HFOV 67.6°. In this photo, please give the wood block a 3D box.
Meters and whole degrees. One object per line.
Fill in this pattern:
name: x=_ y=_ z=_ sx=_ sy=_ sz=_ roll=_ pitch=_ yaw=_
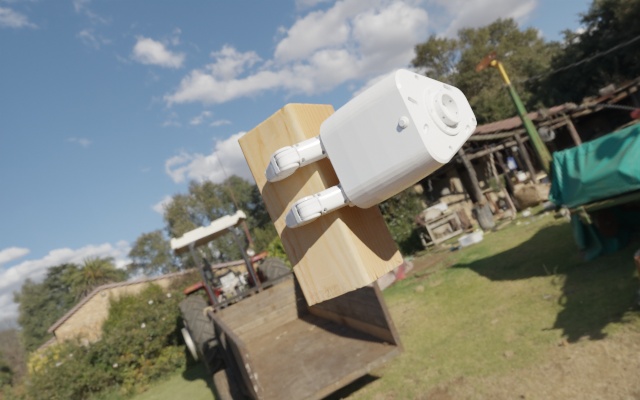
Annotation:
wood block: x=0.000 y=0.001 z=0.551 sx=0.090 sy=0.206 sz=0.091 roll=-28 pitch=-8 yaw=34
